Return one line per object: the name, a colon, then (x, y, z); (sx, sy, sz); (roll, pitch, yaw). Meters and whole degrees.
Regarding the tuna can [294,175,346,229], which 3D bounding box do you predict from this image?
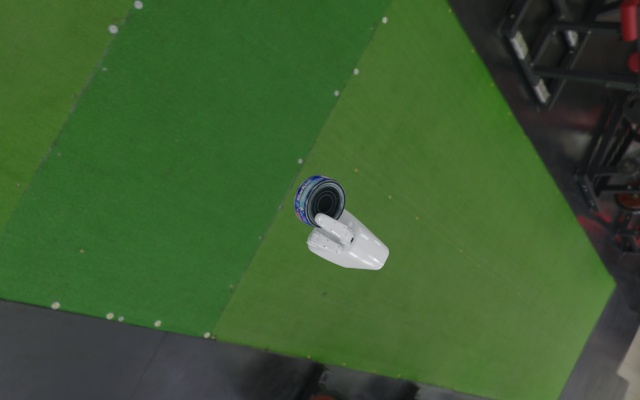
tuna can: (0.000, 0.003, 0.787); (0.086, 0.086, 0.033); (0, 15, -38)
